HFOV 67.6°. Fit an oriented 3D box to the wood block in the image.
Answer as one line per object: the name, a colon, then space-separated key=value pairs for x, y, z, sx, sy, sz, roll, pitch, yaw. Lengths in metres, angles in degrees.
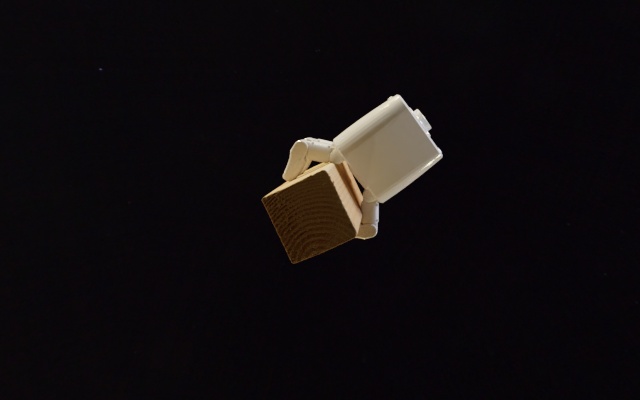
wood block: x=0.001 y=0.002 z=0.662 sx=0.090 sy=0.091 sz=0.206 roll=-25 pitch=6 yaw=12
